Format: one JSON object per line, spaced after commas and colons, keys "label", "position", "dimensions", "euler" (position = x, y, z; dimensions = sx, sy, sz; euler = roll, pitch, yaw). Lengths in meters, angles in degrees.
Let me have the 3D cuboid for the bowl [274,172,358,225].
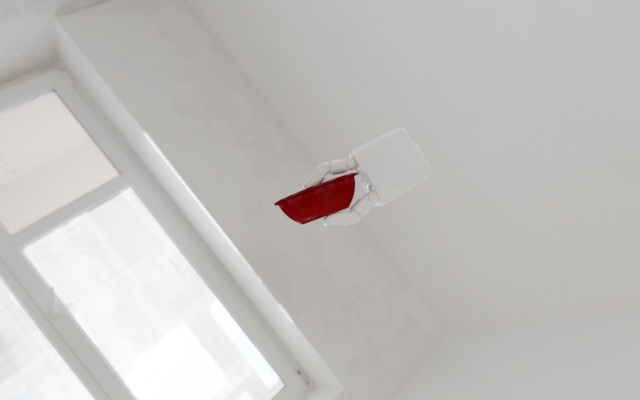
{"label": "bowl", "position": [-0.001, 0.004, 0.863], "dimensions": [0.162, 0.055, 0.162], "euler": [-20, -2, -1]}
